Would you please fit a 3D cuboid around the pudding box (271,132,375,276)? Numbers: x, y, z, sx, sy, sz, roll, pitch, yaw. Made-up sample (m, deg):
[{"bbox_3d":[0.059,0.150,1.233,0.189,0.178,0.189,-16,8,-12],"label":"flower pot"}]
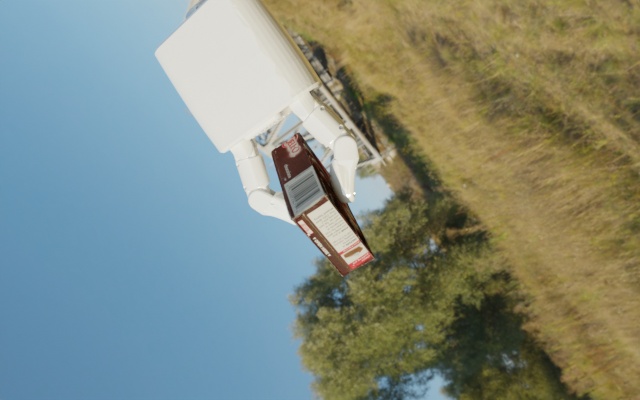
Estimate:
[{"bbox_3d":[0.000,0.001,0.441,0.039,0.090,0.113,-32,37,10],"label":"pudding box"}]
